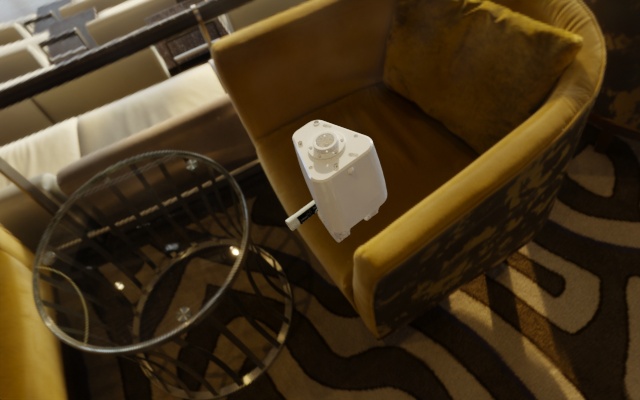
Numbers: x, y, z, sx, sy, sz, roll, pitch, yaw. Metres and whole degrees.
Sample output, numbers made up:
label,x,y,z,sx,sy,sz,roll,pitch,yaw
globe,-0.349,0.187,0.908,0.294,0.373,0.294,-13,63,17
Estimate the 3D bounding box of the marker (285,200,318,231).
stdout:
label,x,y,z,sx,sy,sz,roll,pitch,yaw
marker,0.000,0.002,0.720,0.121,0.020,0.020,-37,9,-13
